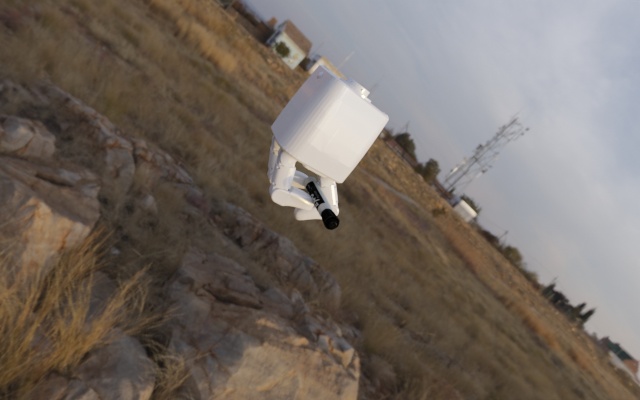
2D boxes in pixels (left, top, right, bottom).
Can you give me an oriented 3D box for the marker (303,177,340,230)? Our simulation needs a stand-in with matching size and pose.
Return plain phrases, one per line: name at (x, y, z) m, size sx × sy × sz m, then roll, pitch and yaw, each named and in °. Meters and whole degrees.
marker at (0.000, 0.002, 0.602) m, size 0.020 × 0.020 × 0.121 m, roll 0°, pitch 26°, yaw -16°
